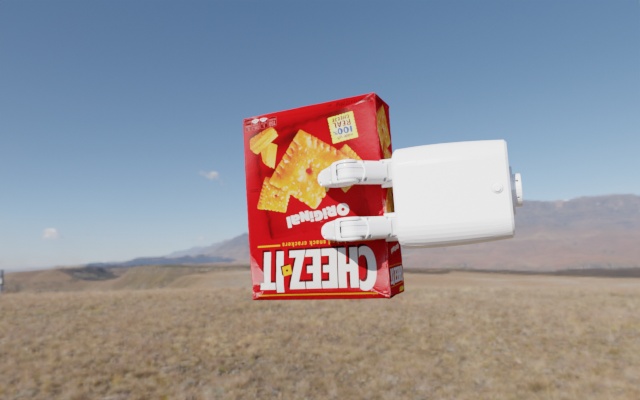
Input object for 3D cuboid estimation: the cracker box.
[{"bbox_3d":[0.000,0.002,0.539,0.164,0.213,0.072,-6,-6,22],"label":"cracker box"}]
